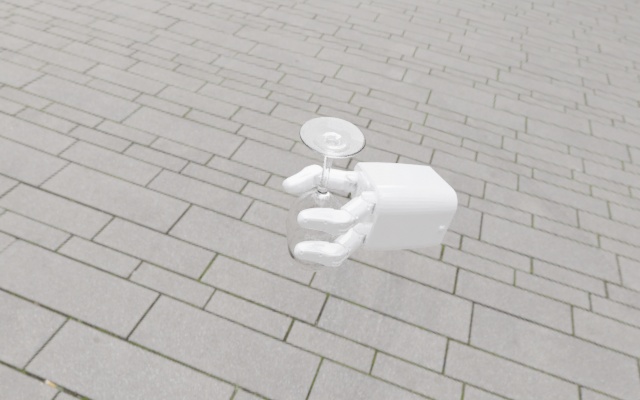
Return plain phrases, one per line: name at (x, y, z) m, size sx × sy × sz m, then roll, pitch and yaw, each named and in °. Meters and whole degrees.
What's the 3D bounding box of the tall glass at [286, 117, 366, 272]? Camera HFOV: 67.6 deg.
tall glass at (0.000, 0.001, 0.590) m, size 0.079 × 0.201 × 0.079 m, roll 6°, pitch 42°, yaw -6°
